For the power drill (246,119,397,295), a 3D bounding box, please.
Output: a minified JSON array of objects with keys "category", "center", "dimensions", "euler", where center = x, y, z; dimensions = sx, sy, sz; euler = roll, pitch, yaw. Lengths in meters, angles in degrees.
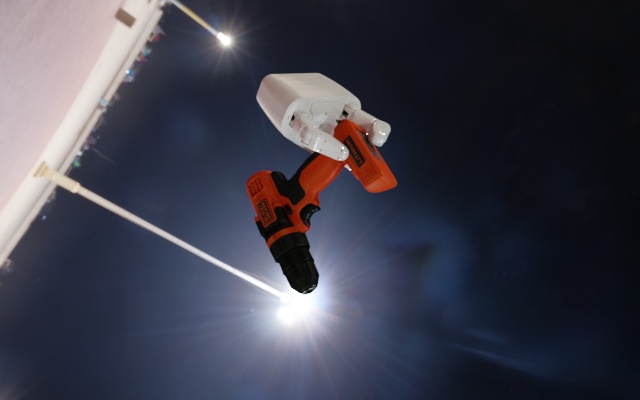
[{"category":"power drill","center":[0.000,0.002,0.609],"dimensions":[0.188,0.184,0.057],"euler":[-36,-26,18]}]
